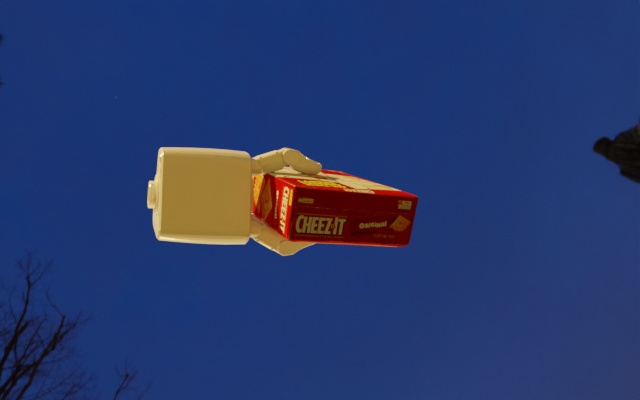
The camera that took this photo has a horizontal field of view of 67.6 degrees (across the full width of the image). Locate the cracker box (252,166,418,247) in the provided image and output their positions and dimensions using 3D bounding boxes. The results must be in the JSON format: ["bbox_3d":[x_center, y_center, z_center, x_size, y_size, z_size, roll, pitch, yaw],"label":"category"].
[{"bbox_3d":[0.000,0.002,0.643,0.164,0.072,0.213,4,10,-24],"label":"cracker box"}]
